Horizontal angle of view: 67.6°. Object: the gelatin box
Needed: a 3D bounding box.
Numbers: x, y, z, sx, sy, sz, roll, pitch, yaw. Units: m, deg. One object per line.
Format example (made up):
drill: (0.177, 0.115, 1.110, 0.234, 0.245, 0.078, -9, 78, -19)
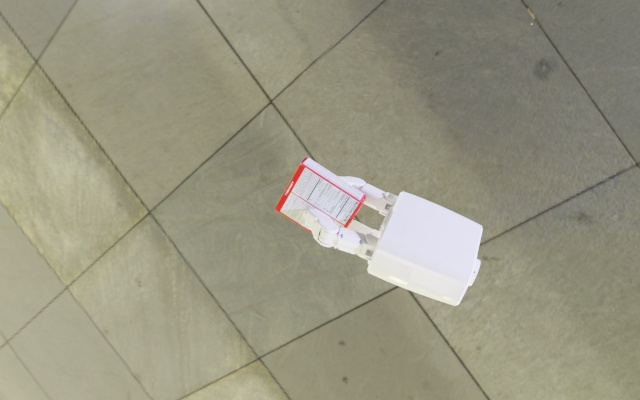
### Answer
gelatin box: (0.000, 0.002, 0.581, 0.089, 0.073, 0.030, 32, 27, 1)
